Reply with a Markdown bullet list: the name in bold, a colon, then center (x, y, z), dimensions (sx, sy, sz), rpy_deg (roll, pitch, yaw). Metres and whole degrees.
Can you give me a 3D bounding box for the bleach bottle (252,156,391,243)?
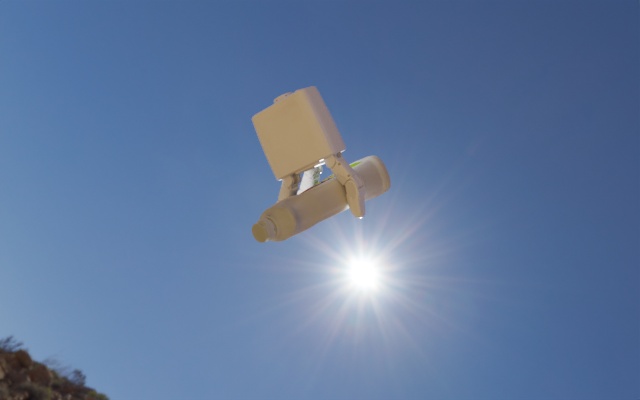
- **bleach bottle**: center (0.000, 0.002, 0.723), dimensions (0.102, 0.068, 0.250), rpy_deg (-22, 3, 43)
